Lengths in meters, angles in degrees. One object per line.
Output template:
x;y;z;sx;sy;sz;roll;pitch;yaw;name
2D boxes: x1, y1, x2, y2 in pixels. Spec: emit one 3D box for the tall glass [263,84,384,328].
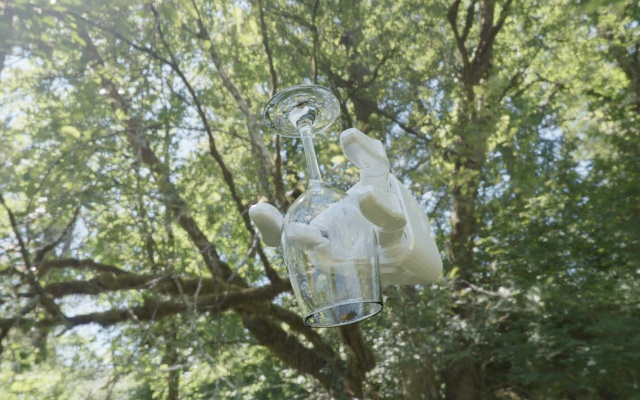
0.000;0.001;0.407;0.079;0.201;0.079;-9;-29;-5;tall glass
